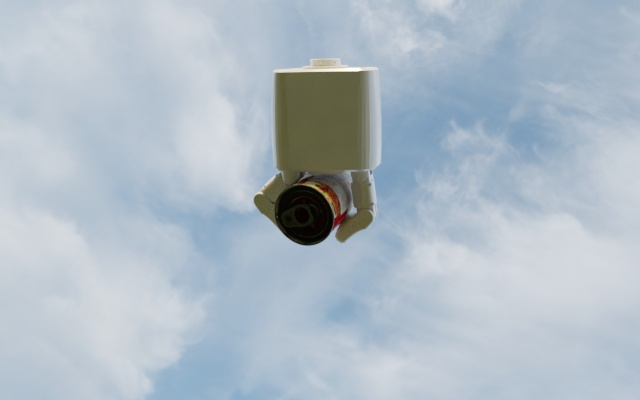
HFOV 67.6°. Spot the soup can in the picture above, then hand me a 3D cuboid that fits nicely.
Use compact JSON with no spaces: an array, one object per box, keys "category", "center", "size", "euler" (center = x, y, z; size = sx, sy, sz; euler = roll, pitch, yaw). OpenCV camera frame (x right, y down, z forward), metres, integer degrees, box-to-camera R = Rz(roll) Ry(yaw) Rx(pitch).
[{"category":"soup can","center":[0.000,0.002,0.544],"size":[0.068,0.068,0.102],"euler":[0,16,22]}]
